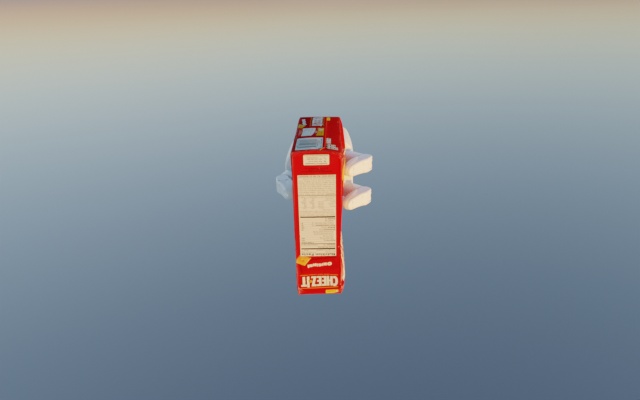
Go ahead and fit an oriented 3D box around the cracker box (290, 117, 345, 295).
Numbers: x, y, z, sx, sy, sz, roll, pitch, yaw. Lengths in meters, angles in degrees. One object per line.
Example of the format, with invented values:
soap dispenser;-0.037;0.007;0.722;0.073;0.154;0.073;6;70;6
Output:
cracker box;0.000;0.002;0.694;0.072;0.214;0.164;-1;25;2
